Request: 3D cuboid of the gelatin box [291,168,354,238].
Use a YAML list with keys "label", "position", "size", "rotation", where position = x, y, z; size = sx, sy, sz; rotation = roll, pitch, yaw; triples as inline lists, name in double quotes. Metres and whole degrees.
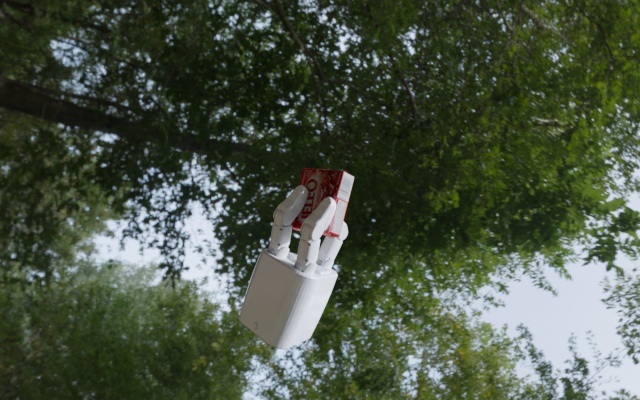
- label: "gelatin box"
  position: [0.000, 0.002, 0.657]
  size: [0.073, 0.089, 0.030]
  rotation: [7, -12, 40]
